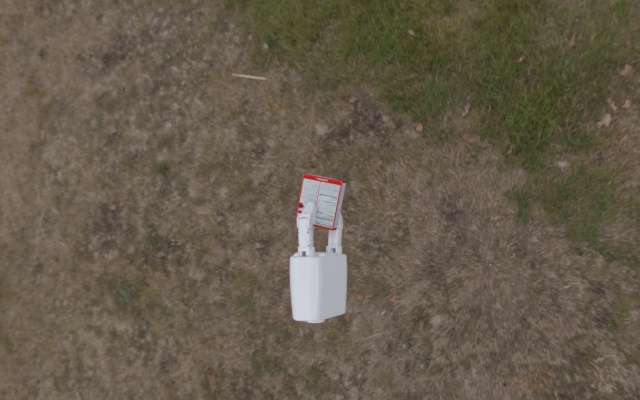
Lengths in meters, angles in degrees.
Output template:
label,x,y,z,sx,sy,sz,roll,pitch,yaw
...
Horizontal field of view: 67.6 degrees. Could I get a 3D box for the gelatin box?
label,x,y,z,sx,sy,sz,roll,pitch,yaw
gelatin box,0.000,0.002,0.842,0.073,0.089,0.030,12,5,19
